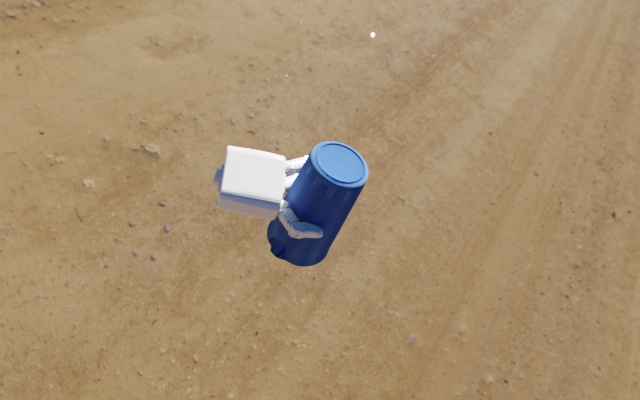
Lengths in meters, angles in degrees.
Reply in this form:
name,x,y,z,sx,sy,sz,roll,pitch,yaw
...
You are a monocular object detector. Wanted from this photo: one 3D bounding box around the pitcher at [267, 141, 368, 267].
name,x,y,z,sx,sy,sz,roll,pitch,yaw
pitcher,0.000,0.003,0.892,0.145,0.149,0.243,11,-41,-17
